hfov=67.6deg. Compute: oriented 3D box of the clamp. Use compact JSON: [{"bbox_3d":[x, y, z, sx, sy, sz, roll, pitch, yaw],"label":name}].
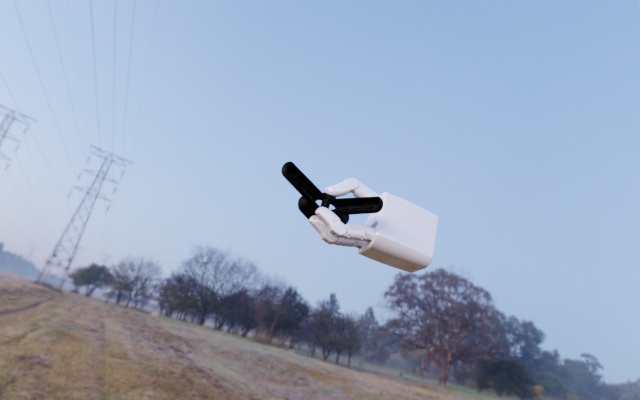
[{"bbox_3d":[0.001,0.002,0.809,0.164,0.036,0.210,25,-20,-5],"label":"clamp"}]
